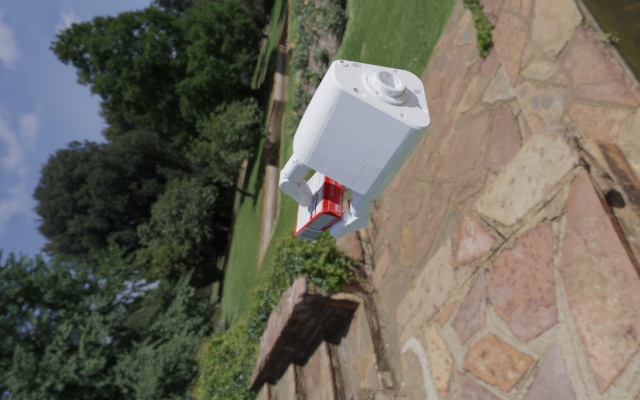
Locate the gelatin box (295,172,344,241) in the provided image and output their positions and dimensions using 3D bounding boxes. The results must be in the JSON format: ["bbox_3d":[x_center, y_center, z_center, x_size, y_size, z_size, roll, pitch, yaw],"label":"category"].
[{"bbox_3d":[0.000,0.002,0.607,0.030,0.073,0.089,17,-30,-19],"label":"gelatin box"}]
